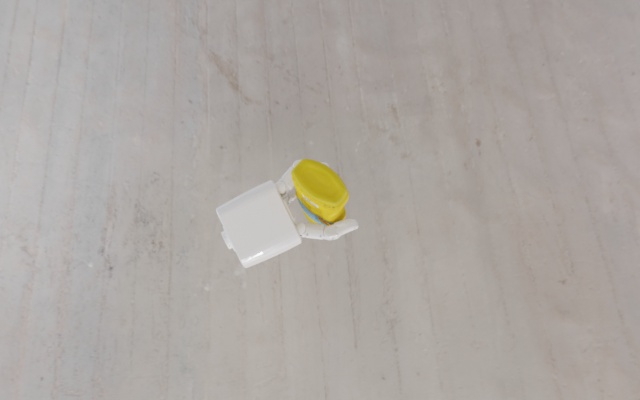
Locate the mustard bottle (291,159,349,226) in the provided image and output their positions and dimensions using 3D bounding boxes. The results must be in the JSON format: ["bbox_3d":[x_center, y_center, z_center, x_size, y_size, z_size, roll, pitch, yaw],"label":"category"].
[{"bbox_3d":[0.000,0.002,0.818,0.096,0.058,0.192,36,-15,13],"label":"mustard bottle"}]
